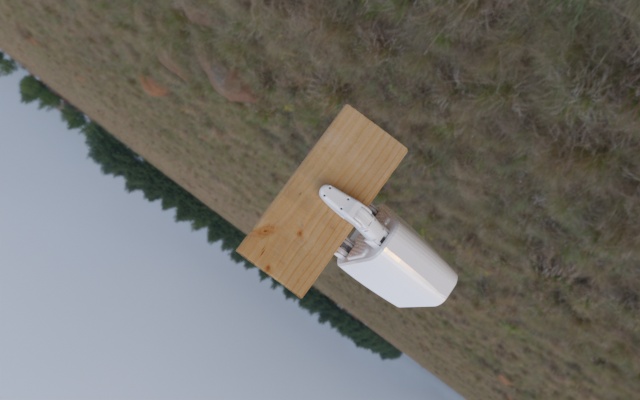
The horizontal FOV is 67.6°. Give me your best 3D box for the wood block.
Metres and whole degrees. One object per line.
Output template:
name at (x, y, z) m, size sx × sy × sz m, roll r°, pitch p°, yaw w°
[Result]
wood block at (0.000, 0.002, 0.566) m, size 0.090 × 0.206 × 0.091 m, roll 36°, pitch -8°, yaw -2°
